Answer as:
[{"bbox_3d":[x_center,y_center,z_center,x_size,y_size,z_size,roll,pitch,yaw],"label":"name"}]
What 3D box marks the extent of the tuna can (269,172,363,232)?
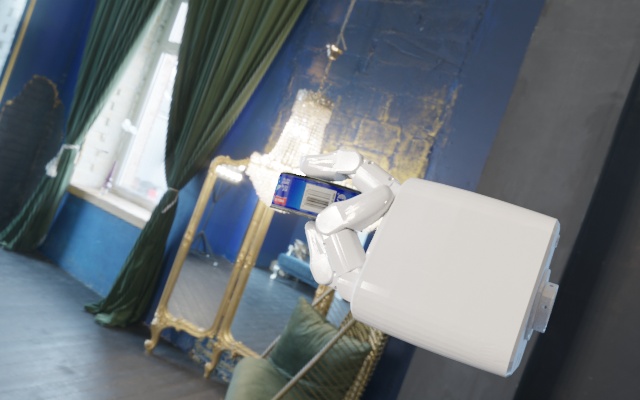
[{"bbox_3d":[0.000,0.001,0.425,0.086,0.034,0.086,15,-2,1],"label":"tuna can"}]
